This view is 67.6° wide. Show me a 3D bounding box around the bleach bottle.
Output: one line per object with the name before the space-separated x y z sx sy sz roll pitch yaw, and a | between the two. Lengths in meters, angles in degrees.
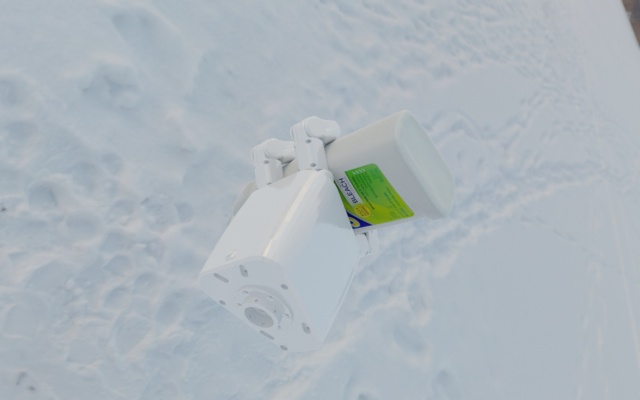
bleach bottle | 0.000 0.001 0.489 0.251 0.102 0.068 -21 28 37
